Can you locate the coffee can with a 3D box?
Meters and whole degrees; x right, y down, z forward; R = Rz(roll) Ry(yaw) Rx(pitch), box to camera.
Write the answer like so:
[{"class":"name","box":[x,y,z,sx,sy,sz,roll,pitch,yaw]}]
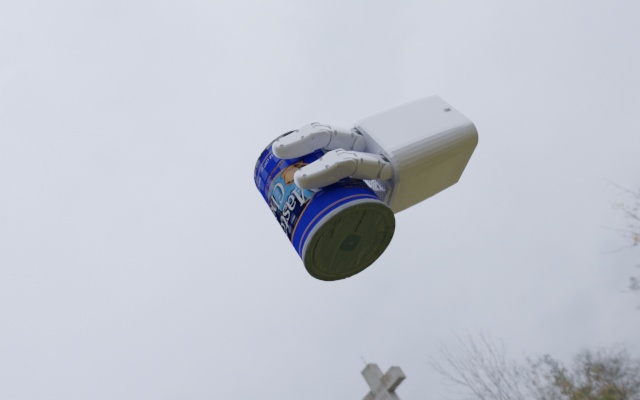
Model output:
[{"class":"coffee can","box":[0.000,0.002,0.514,0.103,0.103,0.140,0,36,-33]}]
